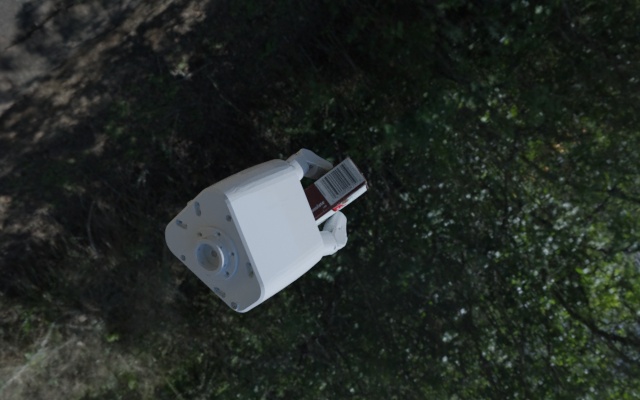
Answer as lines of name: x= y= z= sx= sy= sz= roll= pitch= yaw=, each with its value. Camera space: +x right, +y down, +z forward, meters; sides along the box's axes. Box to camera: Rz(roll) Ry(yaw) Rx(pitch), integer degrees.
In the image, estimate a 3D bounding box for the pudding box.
pudding box: x=0.000 y=0.002 z=0.544 sx=0.113 sy=0.039 sz=0.090 roll=-35 pitch=-5 yaw=4
